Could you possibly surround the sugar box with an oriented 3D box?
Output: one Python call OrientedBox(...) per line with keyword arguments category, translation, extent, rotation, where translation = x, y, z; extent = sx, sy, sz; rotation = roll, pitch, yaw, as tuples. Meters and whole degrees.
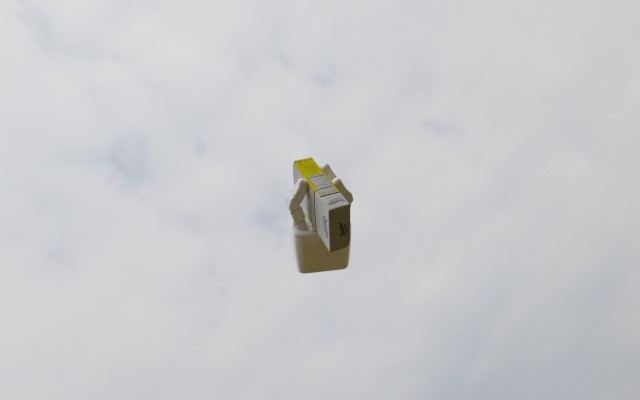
OrientedBox(category="sugar box", translation=(0.001, 0.003, 0.862), extent=(0.048, 0.093, 0.176), rotation=(-16, 38, -19))
